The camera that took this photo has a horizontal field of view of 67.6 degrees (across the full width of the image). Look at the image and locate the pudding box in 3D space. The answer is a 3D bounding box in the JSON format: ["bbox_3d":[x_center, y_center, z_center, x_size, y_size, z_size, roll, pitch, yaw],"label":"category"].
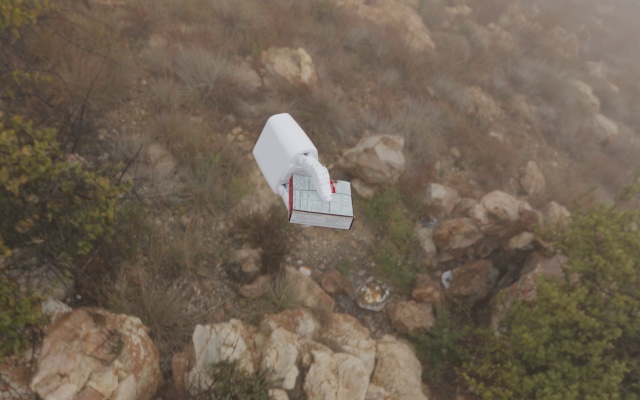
[{"bbox_3d":[0.000,0.003,0.837,0.113,0.090,0.039,6,-44,-9],"label":"pudding box"}]
